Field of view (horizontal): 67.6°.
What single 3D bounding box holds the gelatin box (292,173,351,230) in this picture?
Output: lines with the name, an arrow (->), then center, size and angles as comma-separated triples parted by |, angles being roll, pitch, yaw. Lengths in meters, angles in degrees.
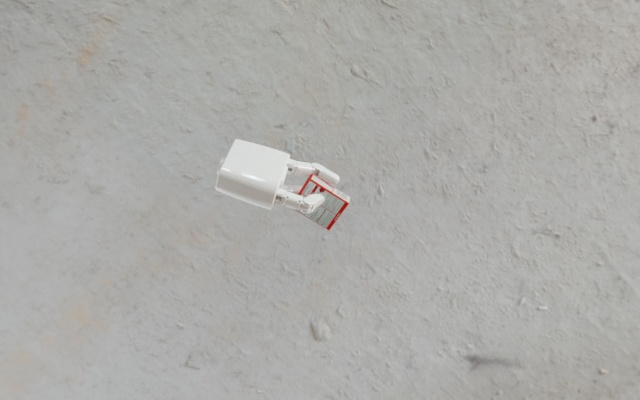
gelatin box -> 0.000, 0.003, 0.896 | 0.089, 0.073, 0.030 | 32, 27, -5
